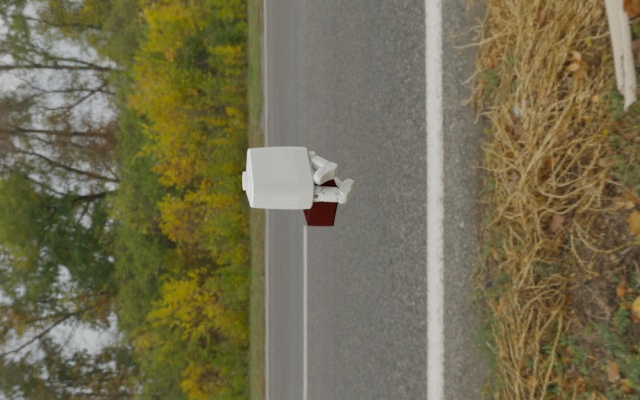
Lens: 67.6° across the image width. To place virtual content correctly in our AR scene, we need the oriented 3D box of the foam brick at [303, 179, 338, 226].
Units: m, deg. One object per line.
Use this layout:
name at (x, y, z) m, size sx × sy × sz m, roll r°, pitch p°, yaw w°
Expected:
foam brick at (0.000, 0.003, 0.887) m, size 0.051 × 0.078 × 0.053 m, roll -1°, pitch 36°, yaw -15°
